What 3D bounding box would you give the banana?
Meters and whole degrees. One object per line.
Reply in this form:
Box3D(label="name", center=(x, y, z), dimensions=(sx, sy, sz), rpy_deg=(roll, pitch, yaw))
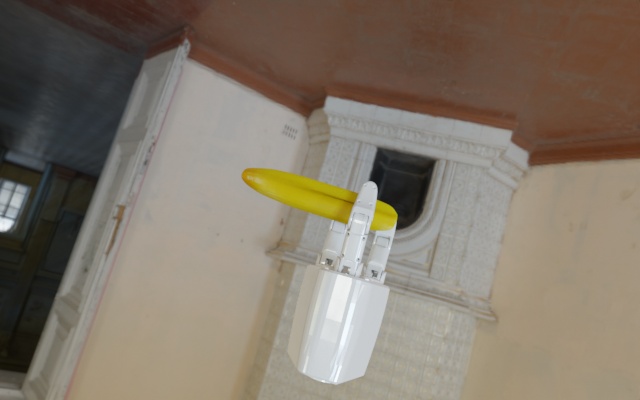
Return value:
Box3D(label="banana", center=(0.009, 0.002, 0.535), dimensions=(0.198, 0.037, 0.069), rpy_deg=(17, -6, -16))
